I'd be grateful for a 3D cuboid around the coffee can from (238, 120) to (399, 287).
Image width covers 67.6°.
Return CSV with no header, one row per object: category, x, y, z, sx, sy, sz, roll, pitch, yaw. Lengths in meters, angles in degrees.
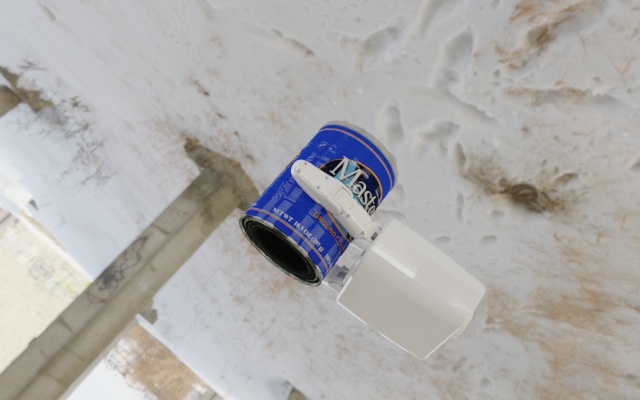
coffee can,0.000,0.001,0.491,0.103,0.140,0.103,32,-24,17
